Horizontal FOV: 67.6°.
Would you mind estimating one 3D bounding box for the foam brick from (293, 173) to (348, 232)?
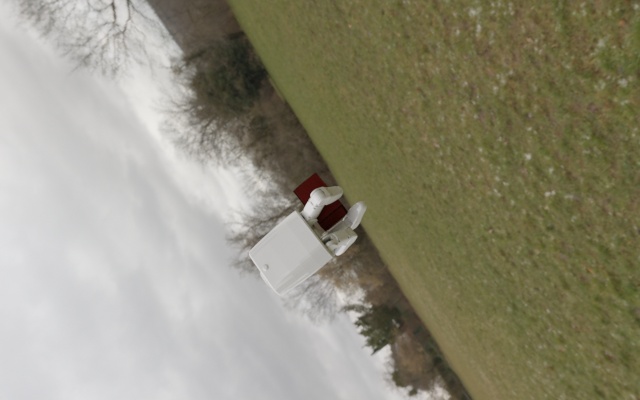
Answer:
[{"bbox_3d":[0.000,0.002,0.805,0.051,0.078,0.053,-39,-23,0],"label":"foam brick"}]
